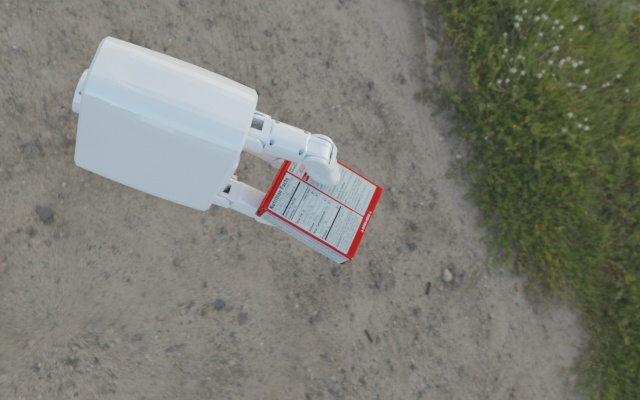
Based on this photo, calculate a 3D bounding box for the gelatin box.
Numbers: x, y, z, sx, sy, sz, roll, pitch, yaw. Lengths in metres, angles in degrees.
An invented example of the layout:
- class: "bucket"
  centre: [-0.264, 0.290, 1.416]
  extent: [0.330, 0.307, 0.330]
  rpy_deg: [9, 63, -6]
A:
- class: "gelatin box"
  centre: [0.001, 0.001, 0.409]
  extent: [0.089, 0.073, 0.030]
  rpy_deg: [30, -24, -11]
